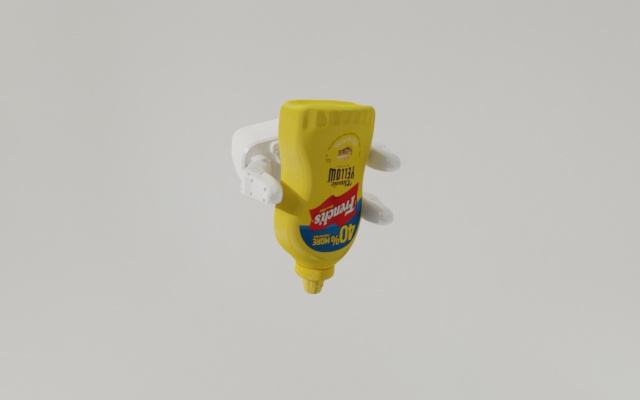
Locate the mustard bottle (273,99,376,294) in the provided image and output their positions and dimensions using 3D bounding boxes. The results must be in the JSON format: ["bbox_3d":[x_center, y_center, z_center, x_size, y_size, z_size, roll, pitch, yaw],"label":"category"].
[{"bbox_3d":[0.000,0.001,0.464,0.096,0.192,0.058,-10,23,-41],"label":"mustard bottle"}]
